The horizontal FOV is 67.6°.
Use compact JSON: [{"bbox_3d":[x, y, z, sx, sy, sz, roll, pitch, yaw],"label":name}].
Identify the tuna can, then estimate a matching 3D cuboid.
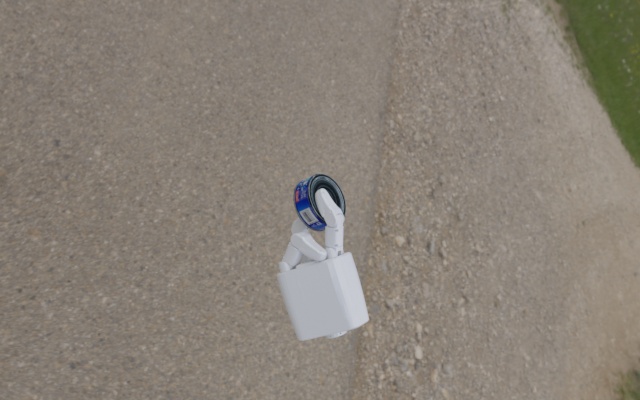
[{"bbox_3d":[0.000,0.002,0.739,0.034,0.086,0.086,-24,-16,39],"label":"tuna can"}]
